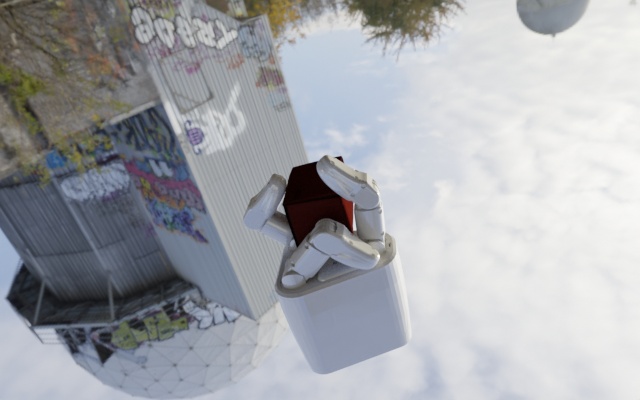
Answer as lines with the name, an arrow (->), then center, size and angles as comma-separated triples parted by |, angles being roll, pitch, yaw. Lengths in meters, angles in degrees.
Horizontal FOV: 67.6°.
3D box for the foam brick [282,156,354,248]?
foam brick -> 0.000, 0.001, 0.446 | 0.053, 0.051, 0.078 | -11, 28, 11
